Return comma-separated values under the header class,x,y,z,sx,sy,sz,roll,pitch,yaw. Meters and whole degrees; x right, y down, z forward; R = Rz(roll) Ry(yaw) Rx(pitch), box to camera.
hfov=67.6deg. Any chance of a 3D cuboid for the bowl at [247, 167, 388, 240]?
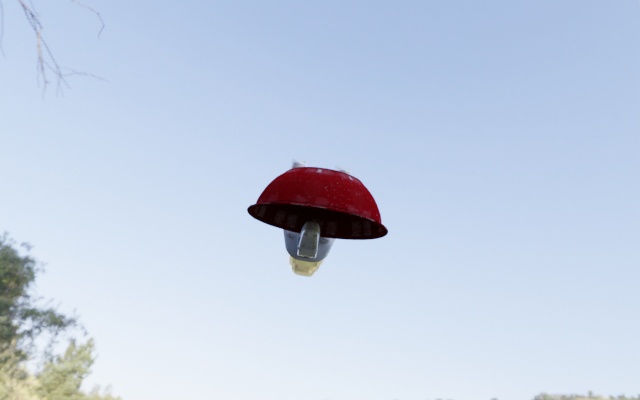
class,x,y,z,sx,sy,sz,roll,pitch,yaw
bowl,0.001,0.001,0.548,0.162,0.055,0.162,9,-14,2
